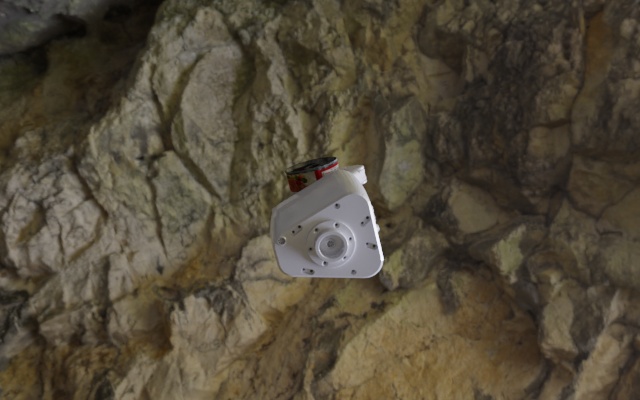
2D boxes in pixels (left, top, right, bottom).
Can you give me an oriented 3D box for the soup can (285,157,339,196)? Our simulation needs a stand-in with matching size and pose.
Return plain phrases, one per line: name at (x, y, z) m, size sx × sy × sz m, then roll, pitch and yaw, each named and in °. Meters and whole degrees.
soup can at (0.000, 0.002, 0.611) m, size 0.068 × 0.102 × 0.068 m, roll -13°, pitch 14°, yaw 3°
